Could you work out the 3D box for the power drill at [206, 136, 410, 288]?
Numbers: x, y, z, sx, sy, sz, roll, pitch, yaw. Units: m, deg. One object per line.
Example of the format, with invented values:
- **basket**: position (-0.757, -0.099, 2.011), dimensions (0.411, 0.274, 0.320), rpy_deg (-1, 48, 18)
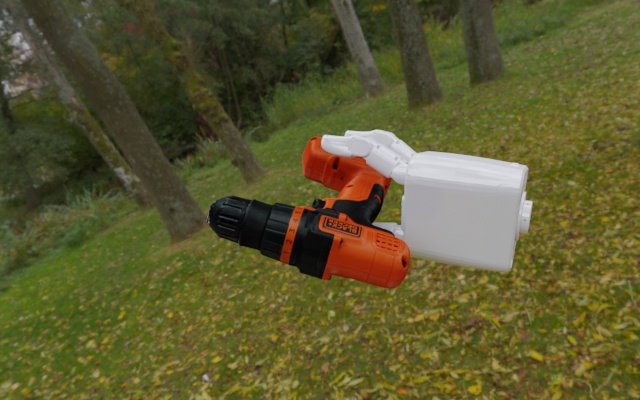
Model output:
- **power drill**: position (0.000, 0.001, 0.484), dimensions (0.184, 0.057, 0.187), rpy_deg (17, 34, 1)
